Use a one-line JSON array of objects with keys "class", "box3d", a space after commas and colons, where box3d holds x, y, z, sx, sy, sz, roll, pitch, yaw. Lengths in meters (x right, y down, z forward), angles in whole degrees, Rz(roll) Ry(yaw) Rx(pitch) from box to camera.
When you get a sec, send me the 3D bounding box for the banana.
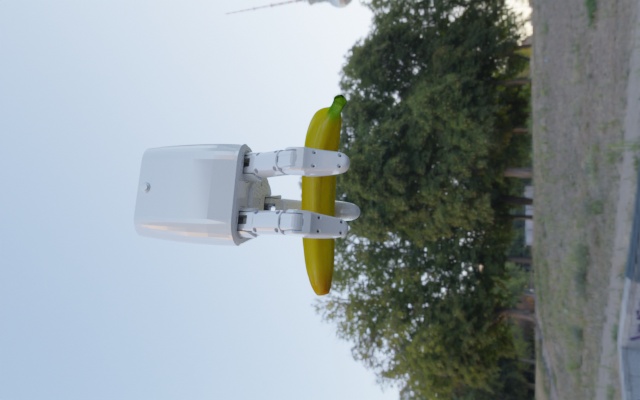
[{"class": "banana", "box3d": [-0.001, -0.006, 0.480, 0.037, 0.198, 0.069, 2, 14, -4]}]
